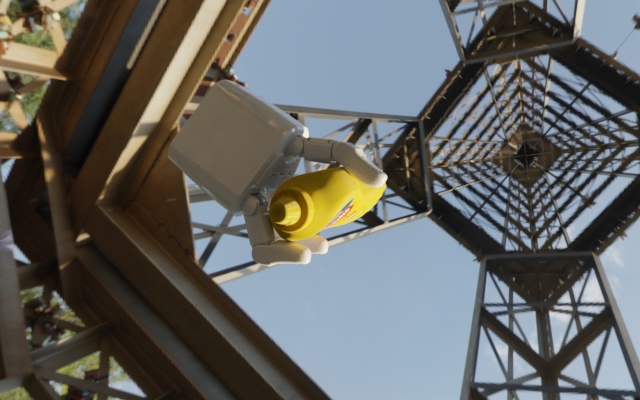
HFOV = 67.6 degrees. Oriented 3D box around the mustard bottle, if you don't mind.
[{"bbox_3d":[0.000,0.002,0.496,0.096,0.058,0.191,-33,-8,22],"label":"mustard bottle"}]
